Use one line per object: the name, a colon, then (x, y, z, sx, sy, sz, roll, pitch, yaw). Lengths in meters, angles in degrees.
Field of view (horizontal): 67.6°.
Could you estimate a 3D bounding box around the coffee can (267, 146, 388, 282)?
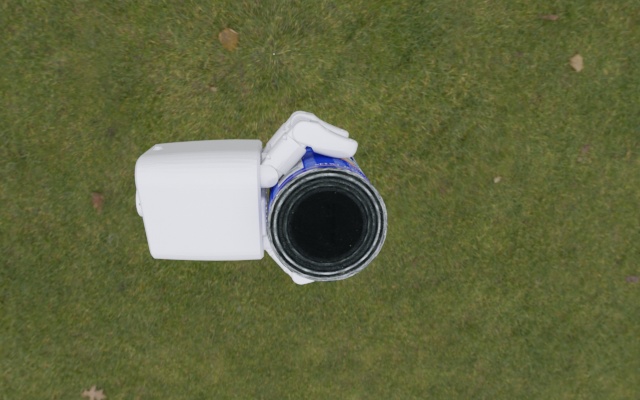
coffee can: (0.000, 0.002, 0.465, 0.103, 0.103, 0.140, 0, 17, -5)
